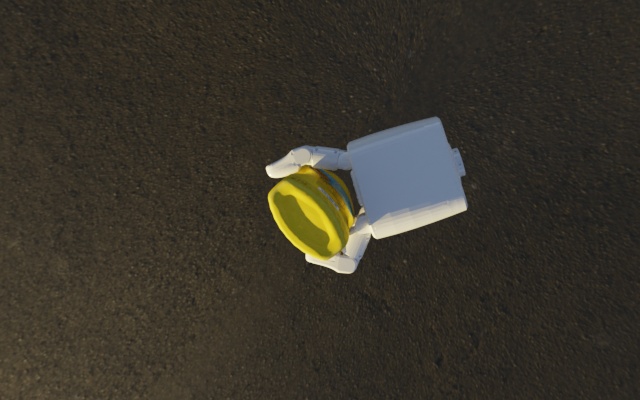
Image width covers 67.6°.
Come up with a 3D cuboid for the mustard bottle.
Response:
[{"bbox_3d":[0.000,0.002,0.578,0.058,0.096,0.191,-42,3,15],"label":"mustard bottle"}]
